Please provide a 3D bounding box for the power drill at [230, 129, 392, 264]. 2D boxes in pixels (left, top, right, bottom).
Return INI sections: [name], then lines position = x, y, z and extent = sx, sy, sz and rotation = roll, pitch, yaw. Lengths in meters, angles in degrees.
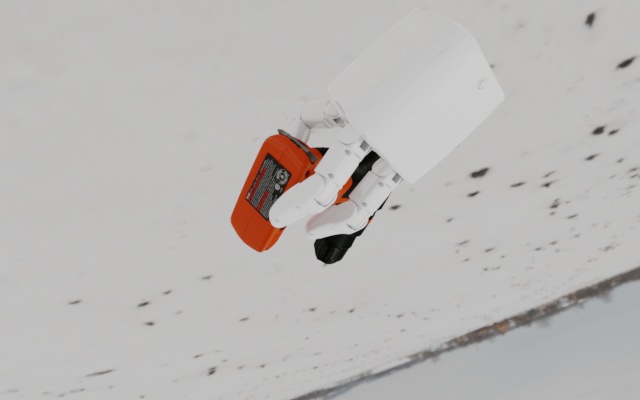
[power drill]
position = 0.000, 0.001, 0.492
extent = 0.057, 0.184, 0.187
rotation = 39, 26, 28
